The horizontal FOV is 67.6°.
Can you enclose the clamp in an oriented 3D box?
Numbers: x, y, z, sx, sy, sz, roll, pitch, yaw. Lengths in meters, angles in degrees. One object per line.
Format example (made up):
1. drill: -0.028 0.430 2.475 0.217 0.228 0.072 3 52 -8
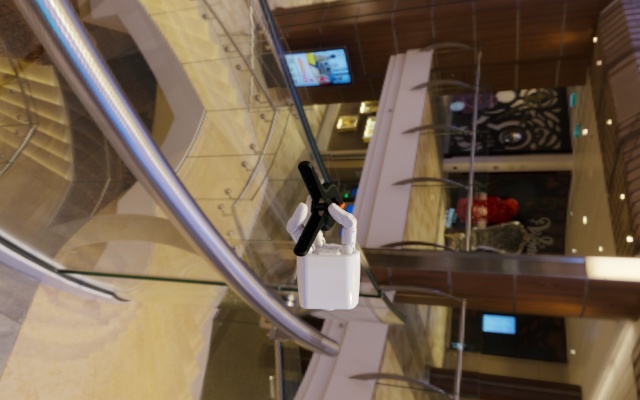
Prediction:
1. clamp: 0.001 0.003 0.897 0.036 0.164 0.210 5 10 20
